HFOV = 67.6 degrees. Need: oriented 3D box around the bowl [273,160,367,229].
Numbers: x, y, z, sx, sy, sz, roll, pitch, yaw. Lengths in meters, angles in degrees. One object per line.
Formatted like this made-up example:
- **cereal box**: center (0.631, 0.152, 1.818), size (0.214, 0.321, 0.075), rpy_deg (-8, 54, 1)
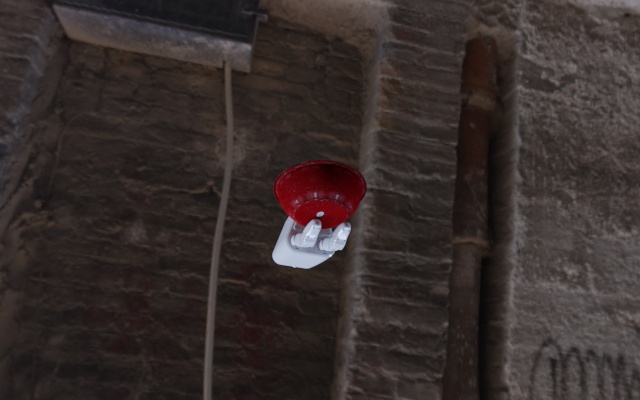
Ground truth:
- **bowl**: center (0.000, 0.002, 0.807), size (0.162, 0.055, 0.162), rpy_deg (-1, -35, -1)
